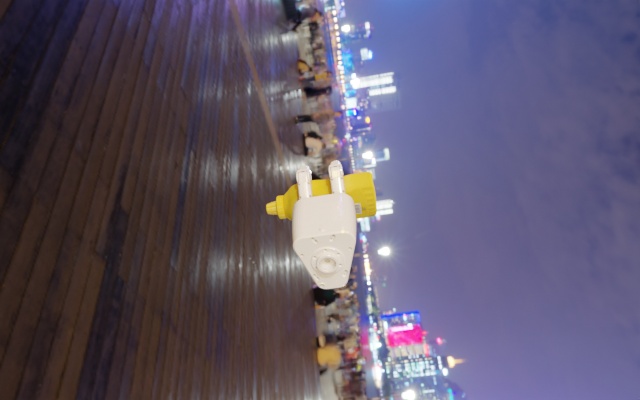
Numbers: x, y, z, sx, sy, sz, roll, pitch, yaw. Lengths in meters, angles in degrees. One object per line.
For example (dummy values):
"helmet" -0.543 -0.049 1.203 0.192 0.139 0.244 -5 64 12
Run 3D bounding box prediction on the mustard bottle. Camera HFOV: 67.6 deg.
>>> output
"mustard bottle" 0.000 0.002 0.837 0.191 0.058 0.096 -8 -34 4
